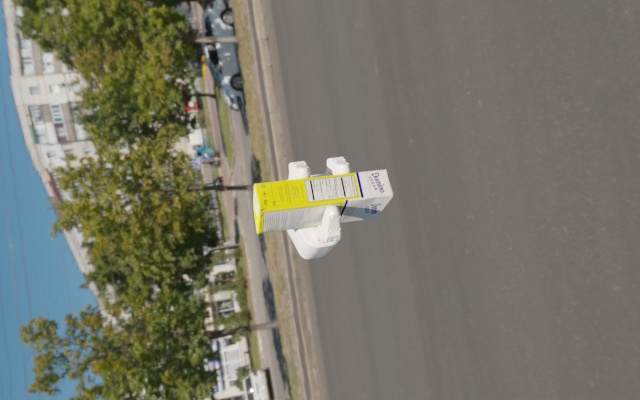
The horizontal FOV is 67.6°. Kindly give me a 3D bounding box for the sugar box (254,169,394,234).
[{"bbox_3d":[0.000,0.002,0.644,0.176,0.048,0.093,-9,-20,-12],"label":"sugar box"}]
